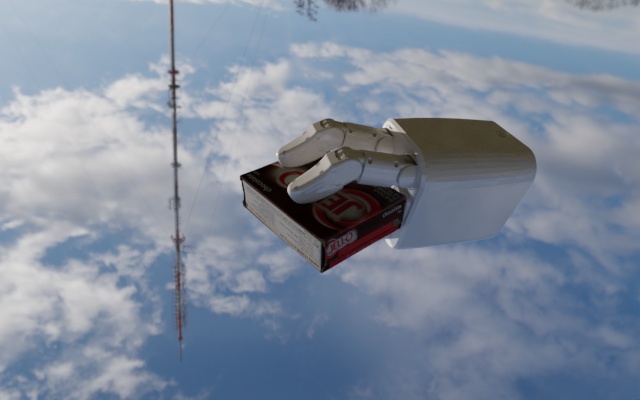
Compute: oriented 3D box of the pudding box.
[{"bbox_3d":[0.000,0.001,0.403,0.090,0.039,0.113,-25,41,-34],"label":"pudding box"}]
